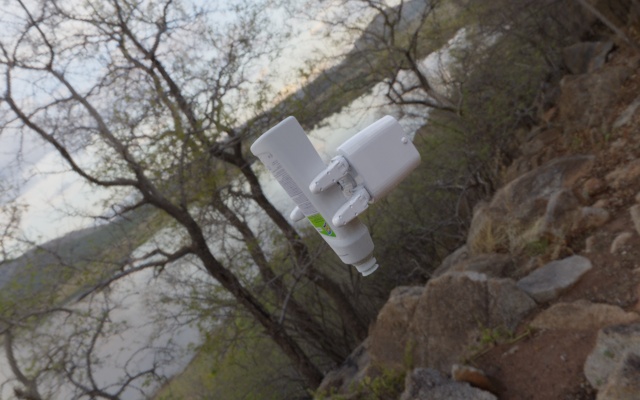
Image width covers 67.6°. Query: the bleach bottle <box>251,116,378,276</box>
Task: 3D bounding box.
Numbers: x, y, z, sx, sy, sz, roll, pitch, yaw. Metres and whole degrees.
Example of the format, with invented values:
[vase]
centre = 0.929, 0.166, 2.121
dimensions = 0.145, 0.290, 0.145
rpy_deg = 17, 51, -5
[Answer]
[bleach bottle]
centre = 0.000, 0.002, 0.700
dimensions = 0.068, 0.251, 0.102
rpy_deg = -37, 7, -17
